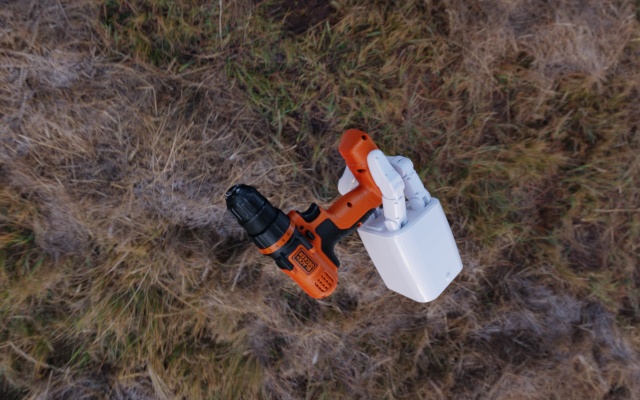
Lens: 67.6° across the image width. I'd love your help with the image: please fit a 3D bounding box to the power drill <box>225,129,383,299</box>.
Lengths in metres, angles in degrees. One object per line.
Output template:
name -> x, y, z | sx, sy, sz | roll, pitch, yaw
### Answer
power drill -> 0.001, 0.002, 0.583 | 0.184, 0.187, 0.057 | 50, -12, -27
